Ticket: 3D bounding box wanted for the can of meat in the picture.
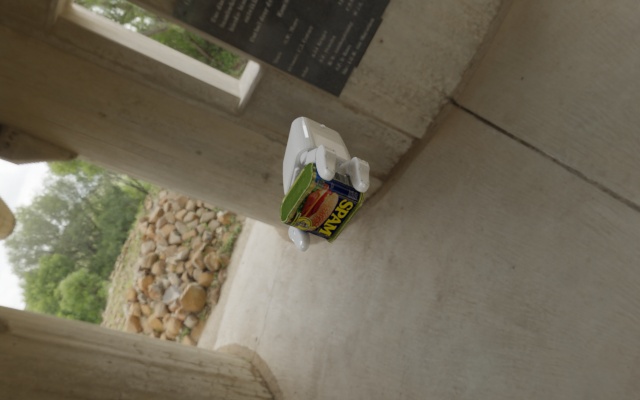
[{"bbox_3d":[0.000,0.002,0.684,0.084,0.102,0.057,22,33,-23],"label":"can of meat"}]
